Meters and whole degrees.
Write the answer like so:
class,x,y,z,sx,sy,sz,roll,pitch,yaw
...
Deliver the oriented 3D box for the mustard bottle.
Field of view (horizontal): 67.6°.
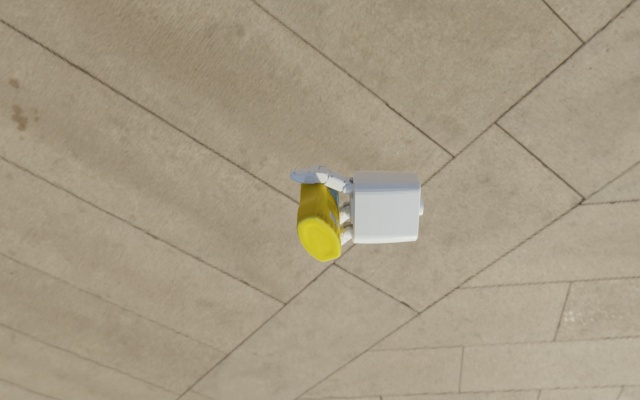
class,x,y,z,sx,sy,sz,roll,pitch,yaw
mustard bottle,0.000,0.003,0.787,0.058,0.096,0.191,-21,35,17
